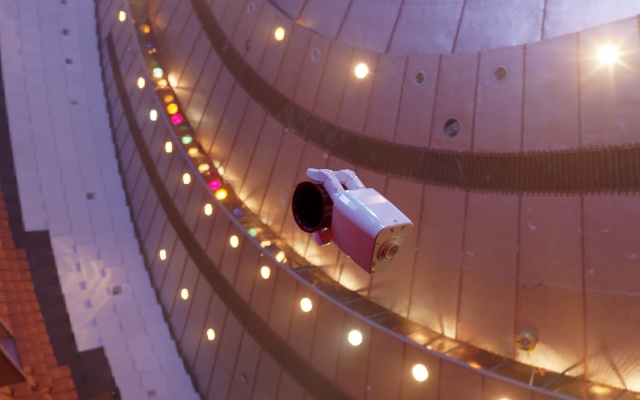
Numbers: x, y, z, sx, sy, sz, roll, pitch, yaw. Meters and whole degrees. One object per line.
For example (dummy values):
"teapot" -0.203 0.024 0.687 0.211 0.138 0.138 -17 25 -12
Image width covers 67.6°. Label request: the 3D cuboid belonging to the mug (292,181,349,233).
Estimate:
"mug" -0.001 0.002 0.883 0.081 0.093 0.117 -5 36 -41
